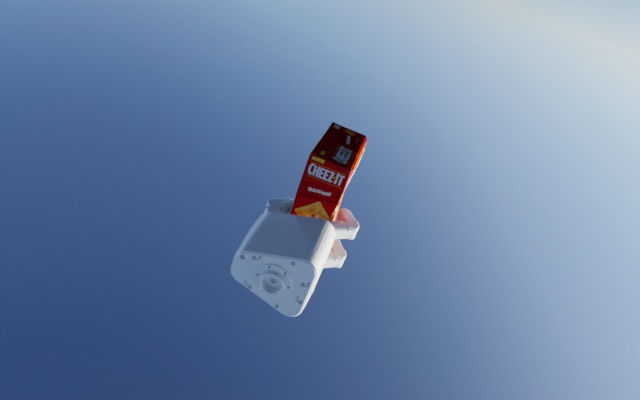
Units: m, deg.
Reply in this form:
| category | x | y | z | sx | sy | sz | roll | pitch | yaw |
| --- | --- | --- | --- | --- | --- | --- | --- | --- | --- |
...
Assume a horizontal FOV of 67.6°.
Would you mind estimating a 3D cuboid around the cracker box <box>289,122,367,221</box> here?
| category | x | y | z | sx | sy | sz | roll | pitch | yaw |
| --- | --- | --- | --- | --- | --- | --- | --- | --- | --- |
| cracker box | 0.000 | 0.003 | 0.764 | 0.072 | 0.214 | 0.164 | 22 | 27 | 2 |
